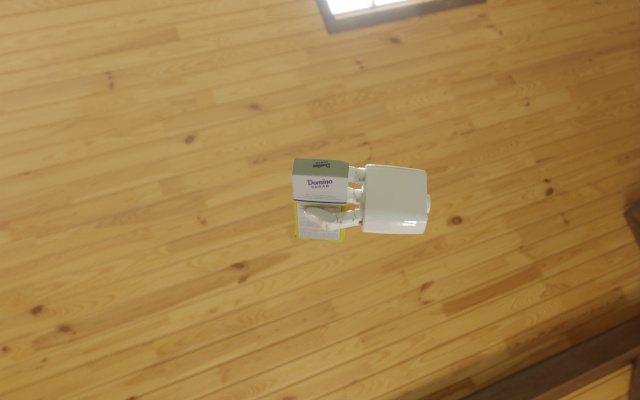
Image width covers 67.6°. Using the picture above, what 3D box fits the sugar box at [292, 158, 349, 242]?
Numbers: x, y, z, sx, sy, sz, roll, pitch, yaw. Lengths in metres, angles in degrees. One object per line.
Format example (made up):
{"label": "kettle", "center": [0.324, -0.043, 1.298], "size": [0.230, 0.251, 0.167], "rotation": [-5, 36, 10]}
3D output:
{"label": "sugar box", "center": [0.000, 0.002, 0.833], "size": [0.093, 0.048, 0.176], "rotation": [4, -42, 2]}
